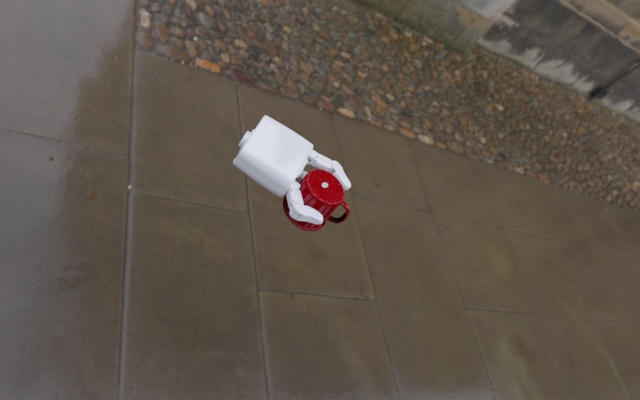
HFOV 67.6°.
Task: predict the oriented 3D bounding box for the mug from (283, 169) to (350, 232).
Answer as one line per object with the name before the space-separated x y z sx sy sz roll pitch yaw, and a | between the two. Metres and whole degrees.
mug | 0.001 0.004 0.877 0.117 0.093 0.081 32 -47 -11
